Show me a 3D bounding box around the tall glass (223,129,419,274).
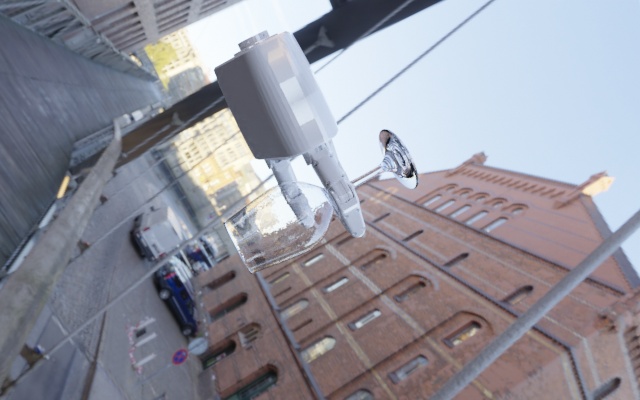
[{"bbox_3d":[0.001,0.001,0.508,0.201,0.079,0.079,-29,5,-10],"label":"tall glass"}]
